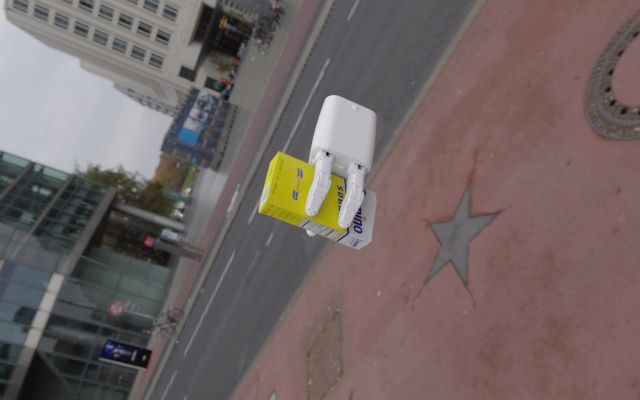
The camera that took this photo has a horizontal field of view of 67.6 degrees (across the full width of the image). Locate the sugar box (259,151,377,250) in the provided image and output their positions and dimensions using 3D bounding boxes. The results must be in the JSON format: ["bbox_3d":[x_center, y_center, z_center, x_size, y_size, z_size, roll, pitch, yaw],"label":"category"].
[{"bbox_3d":[0.000,0.002,0.732,0.176,0.093,0.048,20,-31,-16],"label":"sugar box"}]
